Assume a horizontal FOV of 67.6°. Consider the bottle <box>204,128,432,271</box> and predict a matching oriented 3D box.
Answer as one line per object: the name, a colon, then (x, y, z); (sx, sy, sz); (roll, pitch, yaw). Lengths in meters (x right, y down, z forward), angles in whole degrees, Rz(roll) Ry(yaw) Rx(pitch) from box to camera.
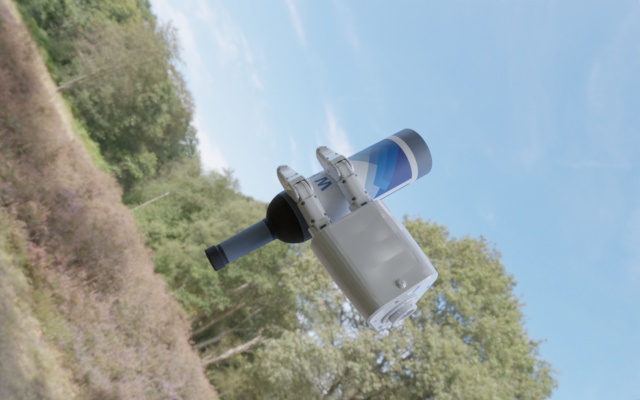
bottle: (0.000, 0.002, 0.578); (0.295, 0.069, 0.069); (-28, 9, -18)
